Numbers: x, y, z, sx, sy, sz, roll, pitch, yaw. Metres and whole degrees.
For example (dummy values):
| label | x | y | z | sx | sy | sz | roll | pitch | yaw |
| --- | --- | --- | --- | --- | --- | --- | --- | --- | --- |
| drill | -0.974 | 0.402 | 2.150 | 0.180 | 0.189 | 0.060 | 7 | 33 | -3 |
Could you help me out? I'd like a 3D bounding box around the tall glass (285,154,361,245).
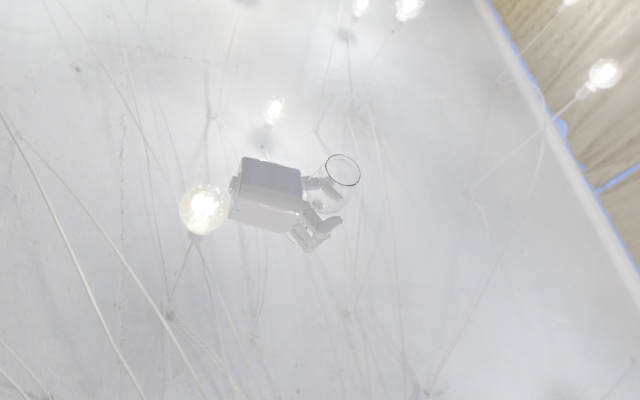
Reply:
| label | x | y | z | sx | sy | sz | roll | pitch | yaw |
| --- | --- | --- | --- | --- | --- | --- | --- | --- | --- |
| tall glass | 0.000 | 0.003 | 0.834 | 0.079 | 0.079 | 0.201 | 0 | -31 | -26 |
